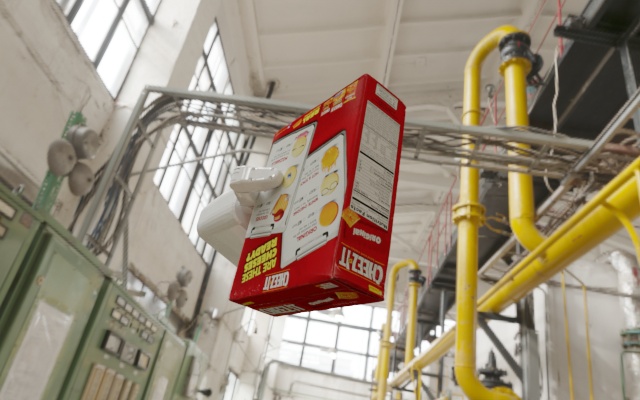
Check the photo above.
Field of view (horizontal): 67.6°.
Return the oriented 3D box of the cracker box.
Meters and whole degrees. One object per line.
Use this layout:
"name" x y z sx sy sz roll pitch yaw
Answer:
"cracker box" 0.000 0.001 0.488 0.072 0.213 0.164 28 -32 -30
